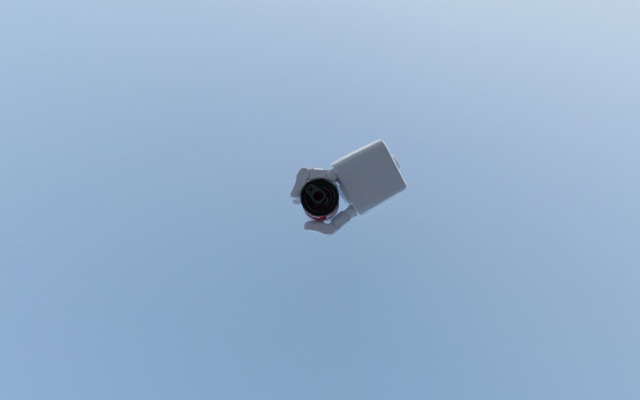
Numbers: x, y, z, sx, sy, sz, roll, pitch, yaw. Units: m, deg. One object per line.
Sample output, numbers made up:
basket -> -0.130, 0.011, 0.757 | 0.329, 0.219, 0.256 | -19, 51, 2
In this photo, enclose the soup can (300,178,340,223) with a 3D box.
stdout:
soup can -> 0.000, 0.003, 0.866 | 0.068, 0.068, 0.102 | 0, -10, 2
